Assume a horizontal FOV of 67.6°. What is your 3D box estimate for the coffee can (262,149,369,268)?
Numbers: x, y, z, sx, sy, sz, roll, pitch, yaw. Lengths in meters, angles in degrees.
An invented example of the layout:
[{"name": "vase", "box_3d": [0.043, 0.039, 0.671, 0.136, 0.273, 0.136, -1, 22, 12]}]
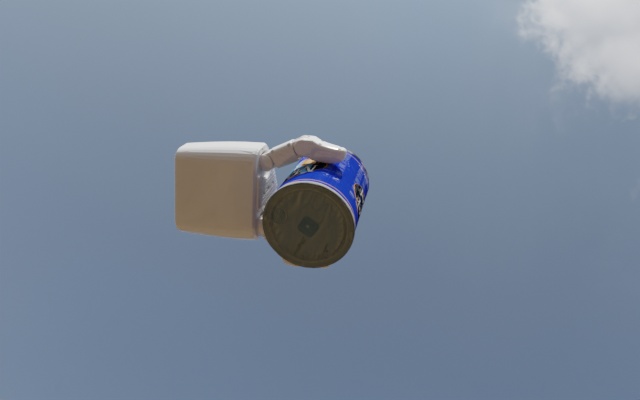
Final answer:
[{"name": "coffee can", "box_3d": [0.000, 0.002, 0.575, 0.103, 0.103, 0.140, 0, 23, 13]}]
